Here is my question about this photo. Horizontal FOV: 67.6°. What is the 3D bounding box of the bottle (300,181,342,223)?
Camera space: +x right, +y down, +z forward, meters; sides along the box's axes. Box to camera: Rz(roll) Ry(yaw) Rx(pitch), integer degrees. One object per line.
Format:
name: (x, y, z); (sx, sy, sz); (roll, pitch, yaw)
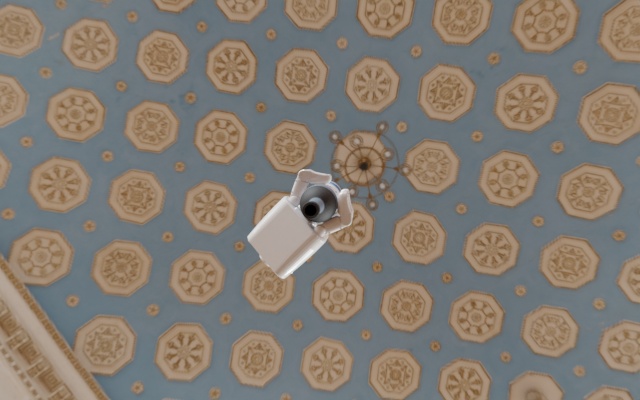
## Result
bottle: (0.000, 0.003, 0.874); (0.069, 0.069, 0.295); (0, 5, 6)
